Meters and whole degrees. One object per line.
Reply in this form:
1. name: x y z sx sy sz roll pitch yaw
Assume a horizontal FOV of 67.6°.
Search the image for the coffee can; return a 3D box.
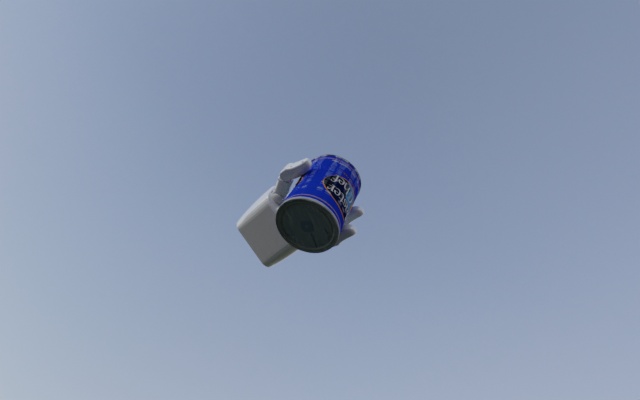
1. coffee can: 0.000 0.002 0.777 0.103 0.103 0.140 0 33 22
